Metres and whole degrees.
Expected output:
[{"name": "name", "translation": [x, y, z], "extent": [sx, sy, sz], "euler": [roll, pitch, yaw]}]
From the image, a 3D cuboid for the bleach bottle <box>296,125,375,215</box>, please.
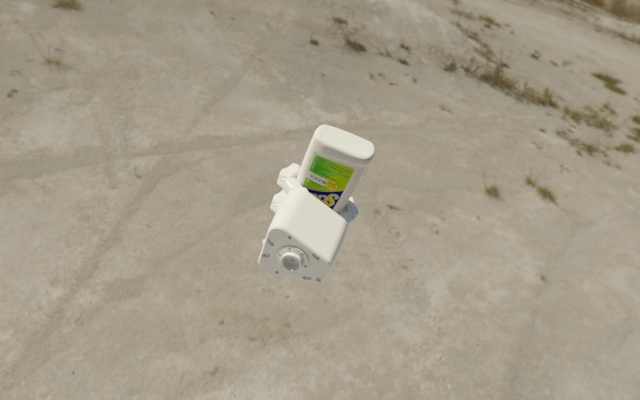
[{"name": "bleach bottle", "translation": [0.000, 0.003, 0.808], "extent": [0.102, 0.251, 0.068], "euler": [22, 34, 2]}]
